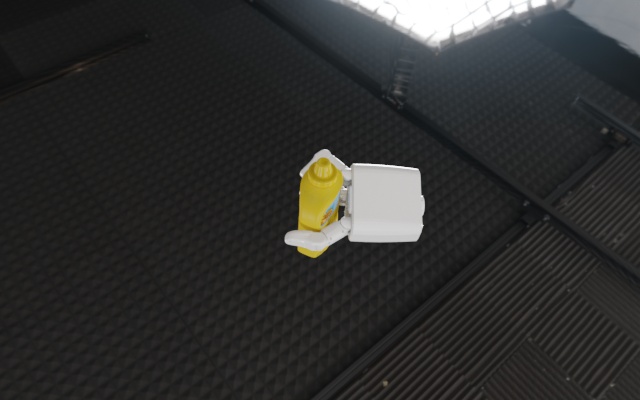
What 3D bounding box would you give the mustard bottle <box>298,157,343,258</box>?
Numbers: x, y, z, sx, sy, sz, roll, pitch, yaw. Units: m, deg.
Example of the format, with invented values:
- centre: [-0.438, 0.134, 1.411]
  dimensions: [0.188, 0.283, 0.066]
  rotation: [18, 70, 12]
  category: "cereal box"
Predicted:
- centre: [0.000, 0.002, 0.717]
  dimensions: [0.058, 0.096, 0.192]
  rotation: [22, -32, 11]
  category: "mustard bottle"
